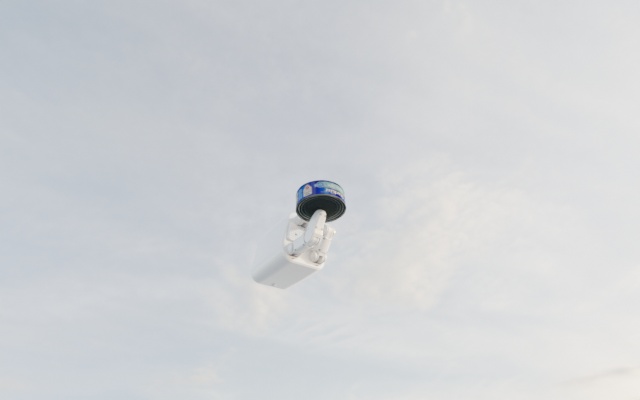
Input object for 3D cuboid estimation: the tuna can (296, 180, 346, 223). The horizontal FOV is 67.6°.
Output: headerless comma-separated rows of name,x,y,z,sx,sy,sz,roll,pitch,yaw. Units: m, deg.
tuna can,0.000,0.002,0.815,0.086,0.033,0.086,-2,-35,-1
